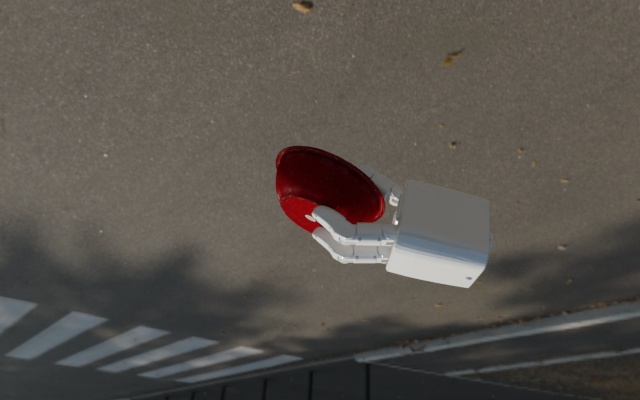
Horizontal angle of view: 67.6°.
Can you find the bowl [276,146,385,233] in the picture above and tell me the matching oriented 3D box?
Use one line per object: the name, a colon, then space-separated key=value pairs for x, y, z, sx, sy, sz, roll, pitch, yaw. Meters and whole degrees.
bowl: x=-0.001 y=0.002 z=0.625 sx=0.162 sy=0.055 sz=0.162 roll=24 pitch=-26 yaw=12
